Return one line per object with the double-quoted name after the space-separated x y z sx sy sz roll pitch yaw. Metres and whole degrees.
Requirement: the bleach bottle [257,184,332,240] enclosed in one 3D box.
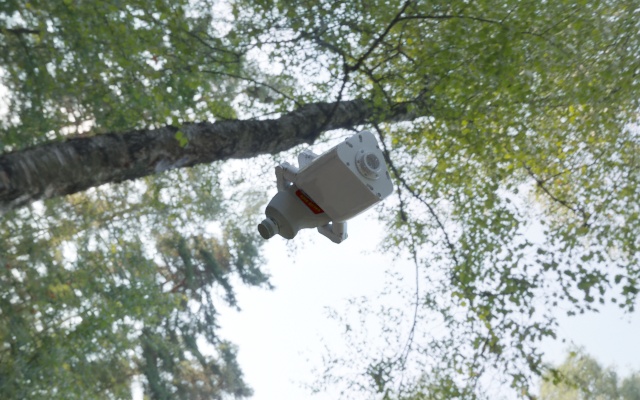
0.000 0.003 0.806 0.250 0.102 0.068 -32 0 -39 "bleach bottle"
